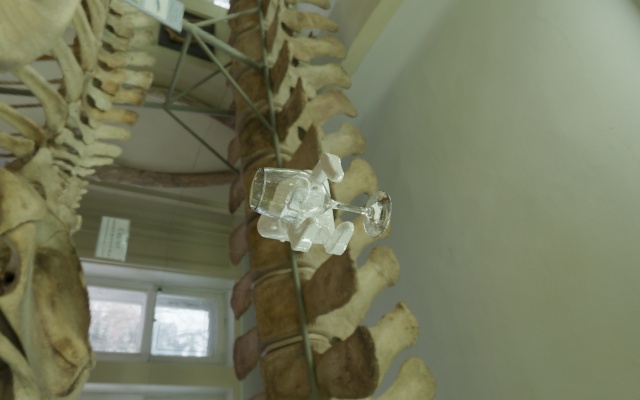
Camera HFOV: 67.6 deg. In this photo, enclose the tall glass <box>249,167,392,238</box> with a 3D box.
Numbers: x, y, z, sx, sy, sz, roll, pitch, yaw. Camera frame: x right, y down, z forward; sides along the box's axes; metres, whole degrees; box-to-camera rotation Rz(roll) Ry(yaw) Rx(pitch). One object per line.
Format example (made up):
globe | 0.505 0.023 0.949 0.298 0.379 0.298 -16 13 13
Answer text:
tall glass | 0.001 0.002 0.699 0.201 0.079 0.079 12 -5 -25
